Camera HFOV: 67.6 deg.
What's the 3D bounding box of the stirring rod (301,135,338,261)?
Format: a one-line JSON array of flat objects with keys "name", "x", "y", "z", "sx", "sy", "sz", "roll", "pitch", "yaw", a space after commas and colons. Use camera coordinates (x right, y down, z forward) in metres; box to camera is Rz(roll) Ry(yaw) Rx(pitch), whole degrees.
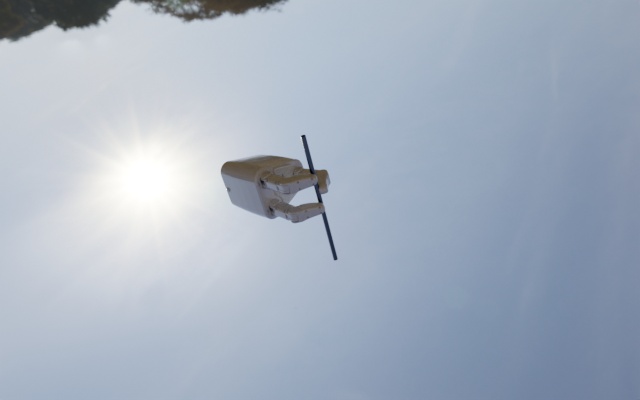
[{"name": "stirring rod", "x": 0.000, "y": 0.002, "z": 0.790, "sx": 0.011, "sy": 0.240, "sz": 0.011, "roll": -11, "pitch": 29, "yaw": 6}]
